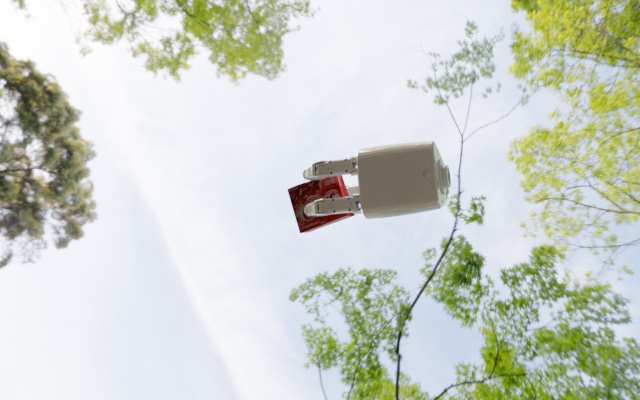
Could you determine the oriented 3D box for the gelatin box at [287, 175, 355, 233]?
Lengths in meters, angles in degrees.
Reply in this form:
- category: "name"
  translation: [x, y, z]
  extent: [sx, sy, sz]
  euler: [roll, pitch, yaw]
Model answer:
- category: "gelatin box"
  translation: [0.000, 0.003, 0.728]
  extent: [0.089, 0.073, 0.030]
  euler: [-21, -11, 25]
